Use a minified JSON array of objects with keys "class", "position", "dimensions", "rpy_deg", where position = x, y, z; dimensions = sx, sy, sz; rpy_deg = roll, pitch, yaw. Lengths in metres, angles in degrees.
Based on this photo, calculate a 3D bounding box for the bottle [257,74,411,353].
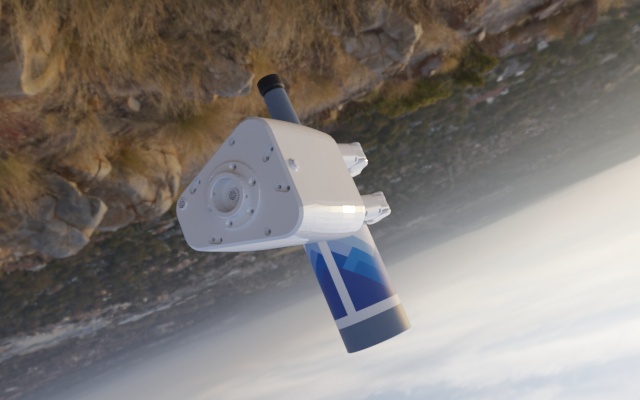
[{"class":"bottle","position":[0.000,0.002,0.489],"dimensions":[0.069,0.295,0.069],"rpy_deg":[-22,-12,-5]}]
